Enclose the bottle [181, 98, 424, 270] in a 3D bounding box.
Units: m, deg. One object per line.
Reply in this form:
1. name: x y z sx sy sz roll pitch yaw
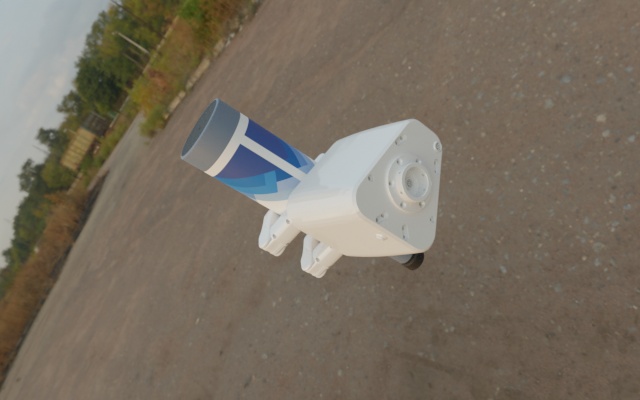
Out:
1. bottle: 0.000 0.002 0.509 0.296 0.069 0.069 31 -14 -25
